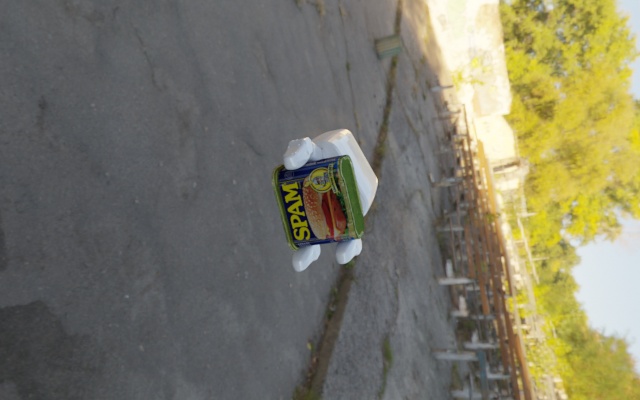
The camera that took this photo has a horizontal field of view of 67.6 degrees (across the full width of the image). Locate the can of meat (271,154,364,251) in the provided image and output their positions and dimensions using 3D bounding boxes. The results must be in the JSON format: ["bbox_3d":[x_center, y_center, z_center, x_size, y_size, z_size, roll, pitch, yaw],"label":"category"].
[{"bbox_3d":[0.000,0.002,0.554,0.084,0.102,0.057,-9,13,19],"label":"can of meat"}]
